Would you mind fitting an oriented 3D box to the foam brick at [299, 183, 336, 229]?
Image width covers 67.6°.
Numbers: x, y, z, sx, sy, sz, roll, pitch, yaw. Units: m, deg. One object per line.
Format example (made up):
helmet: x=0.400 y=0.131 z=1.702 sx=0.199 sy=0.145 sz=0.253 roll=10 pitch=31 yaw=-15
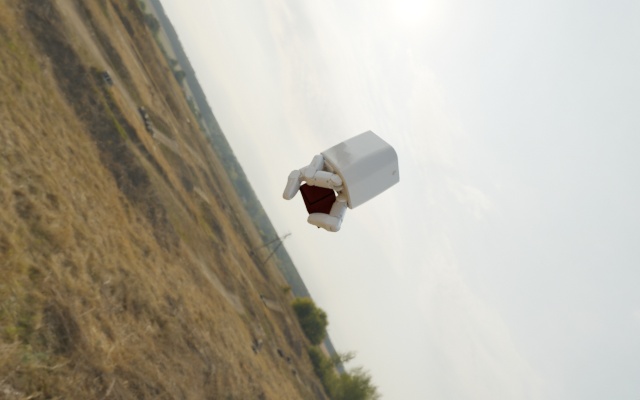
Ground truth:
foam brick: x=0.000 y=0.003 z=0.869 sx=0.051 sy=0.053 sz=0.078 roll=-27 pitch=-37 yaw=-8
